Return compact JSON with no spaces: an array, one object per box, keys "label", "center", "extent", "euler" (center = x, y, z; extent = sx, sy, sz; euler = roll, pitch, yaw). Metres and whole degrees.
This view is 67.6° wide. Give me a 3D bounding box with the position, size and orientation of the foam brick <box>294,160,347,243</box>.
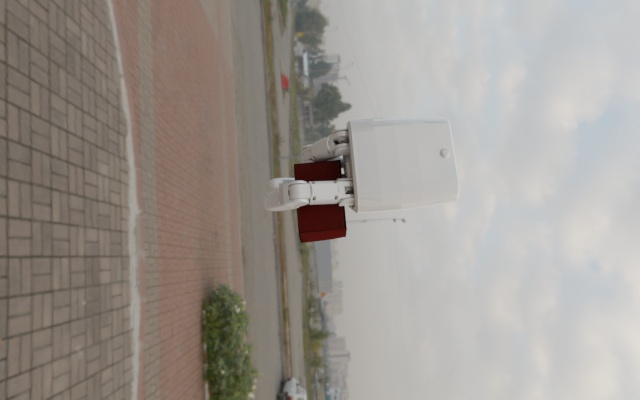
[{"label":"foam brick","center":[0.000,0.002,0.519],"extent":[0.051,0.078,0.053],"euler":[-4,-14,0]}]
